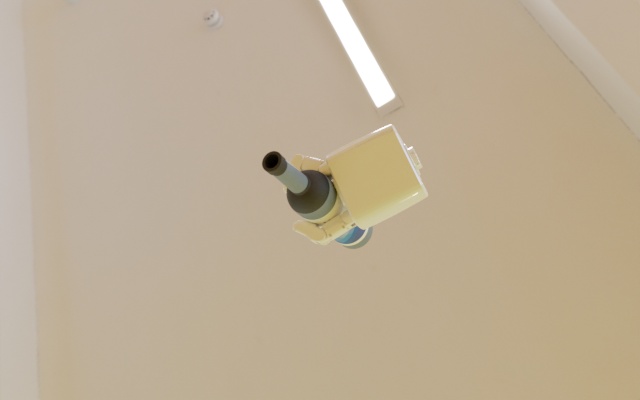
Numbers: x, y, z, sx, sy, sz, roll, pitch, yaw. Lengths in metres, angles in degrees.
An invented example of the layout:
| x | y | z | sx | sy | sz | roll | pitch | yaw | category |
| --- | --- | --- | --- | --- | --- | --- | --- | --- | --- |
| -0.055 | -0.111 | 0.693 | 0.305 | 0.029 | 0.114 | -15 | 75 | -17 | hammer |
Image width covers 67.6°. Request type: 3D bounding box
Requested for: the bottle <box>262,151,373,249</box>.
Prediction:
| x | y | z | sx | sy | sz | roll | pitch | yaw | category |
| --- | --- | --- | --- | --- | --- | --- | --- | --- | --- |
| 0.000 | 0.002 | 0.697 | 0.069 | 0.069 | 0.296 | 0 | -20 | 25 | bottle |
